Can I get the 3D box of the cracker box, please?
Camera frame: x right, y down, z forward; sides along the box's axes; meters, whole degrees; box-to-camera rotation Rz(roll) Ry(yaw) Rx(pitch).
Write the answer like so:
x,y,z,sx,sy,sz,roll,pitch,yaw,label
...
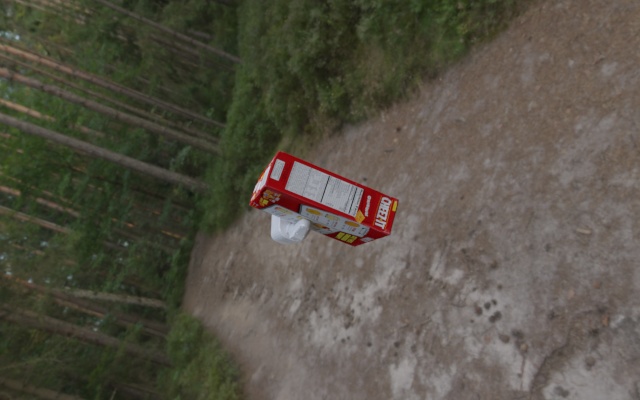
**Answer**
x,y,z,sx,sy,sz,roll,pitch,yaw,label
0.000,0.003,0.808,0.214,0.072,0.164,21,-17,-11,cracker box
